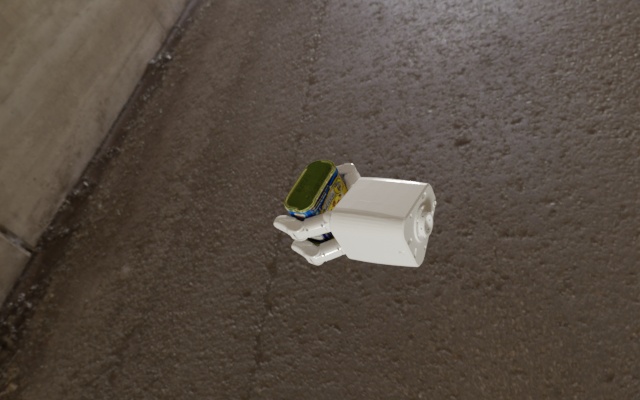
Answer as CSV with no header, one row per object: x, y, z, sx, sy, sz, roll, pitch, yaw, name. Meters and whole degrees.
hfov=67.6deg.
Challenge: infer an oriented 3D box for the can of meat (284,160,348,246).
0.000,0.002,0.709,0.057,0.102,0.084,9,-34,36,can of meat
